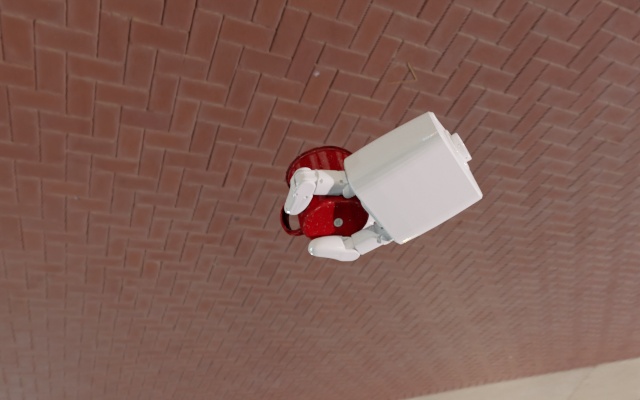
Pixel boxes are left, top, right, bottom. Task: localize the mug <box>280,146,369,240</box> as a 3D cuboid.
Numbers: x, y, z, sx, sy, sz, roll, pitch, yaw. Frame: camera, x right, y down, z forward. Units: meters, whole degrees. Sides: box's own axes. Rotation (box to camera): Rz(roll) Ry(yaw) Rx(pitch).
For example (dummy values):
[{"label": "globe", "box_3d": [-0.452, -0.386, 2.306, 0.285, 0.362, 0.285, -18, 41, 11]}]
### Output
[{"label": "mug", "box_3d": [-0.001, 0.003, 0.570, 0.117, 0.081, 0.093, -30, -42, 18]}]
